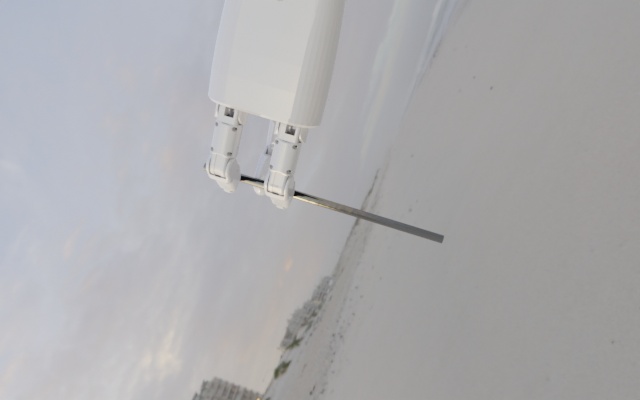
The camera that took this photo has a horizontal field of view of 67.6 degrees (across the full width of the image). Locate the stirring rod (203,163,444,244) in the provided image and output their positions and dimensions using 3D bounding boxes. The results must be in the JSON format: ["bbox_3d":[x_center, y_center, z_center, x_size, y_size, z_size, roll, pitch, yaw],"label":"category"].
[{"bbox_3d":[0.000,0.001,0.459,0.239,0.011,0.011,17,2,6],"label":"stirring rod"}]
